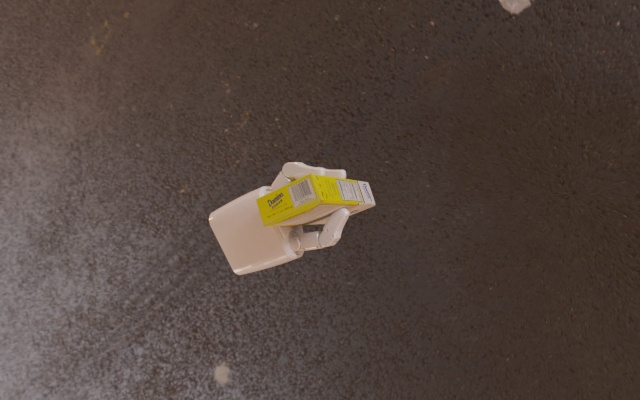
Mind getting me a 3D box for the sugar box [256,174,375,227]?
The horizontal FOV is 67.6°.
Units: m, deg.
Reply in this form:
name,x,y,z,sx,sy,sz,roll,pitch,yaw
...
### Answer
name,x,y,z,sx,sy,sz,roll,pitch,yaw
sugar box,0.000,0.002,0.678,0.093,0.048,0.176,-23,-10,26
